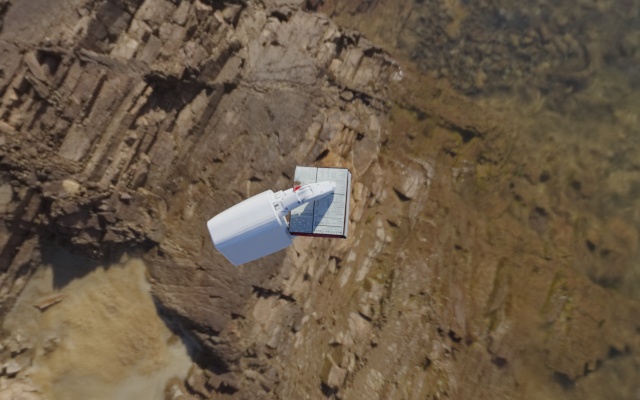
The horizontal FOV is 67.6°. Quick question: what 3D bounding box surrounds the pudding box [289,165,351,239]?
[{"bbox_3d":[0.000,0.002,0.757,0.090,0.113,0.039,4,-9,8],"label":"pudding box"}]
